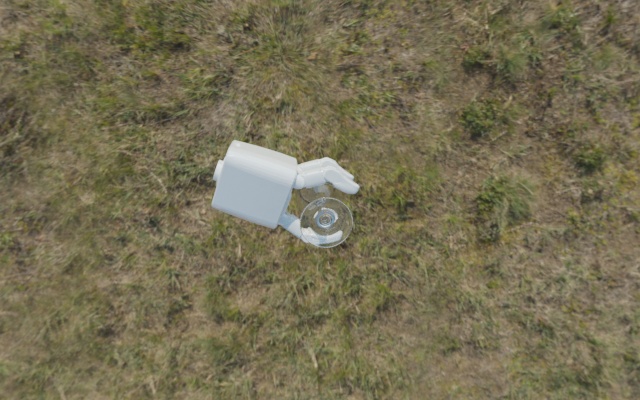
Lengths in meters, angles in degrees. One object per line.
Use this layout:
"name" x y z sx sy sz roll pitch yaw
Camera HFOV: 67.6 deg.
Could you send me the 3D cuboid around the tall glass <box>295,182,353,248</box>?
"tall glass" 0.000 0.003 0.756 0.079 0.079 0.201 0 17 -4
